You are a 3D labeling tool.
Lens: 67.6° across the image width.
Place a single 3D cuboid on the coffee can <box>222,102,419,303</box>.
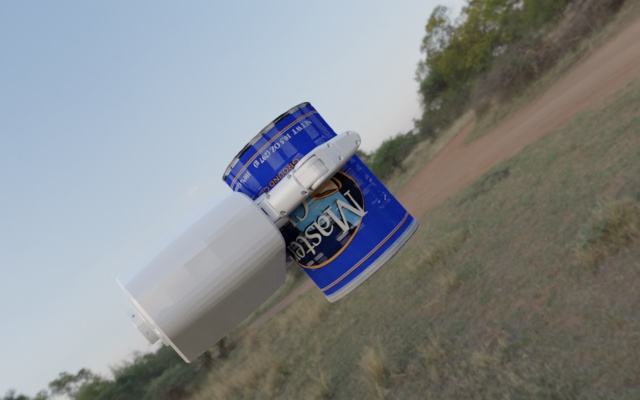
[{"bbox_3d":[0.000,0.001,0.414,0.103,0.140,0.103,-42,-2,-2],"label":"coffee can"}]
